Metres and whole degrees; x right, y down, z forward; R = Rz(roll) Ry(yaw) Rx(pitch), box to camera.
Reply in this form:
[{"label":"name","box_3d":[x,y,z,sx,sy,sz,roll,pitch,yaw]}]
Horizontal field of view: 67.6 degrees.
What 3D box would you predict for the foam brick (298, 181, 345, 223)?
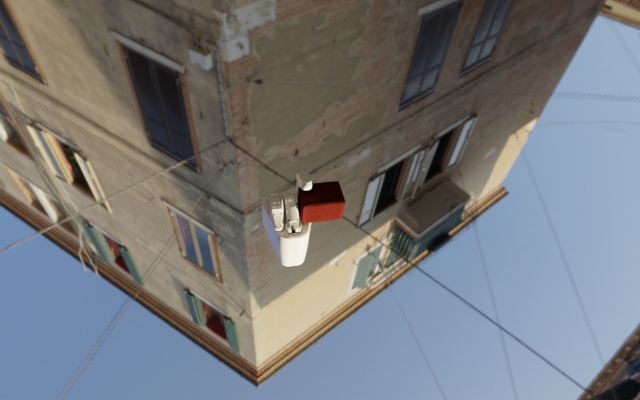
[{"label":"foam brick","box_3d":[0.000,0.003,0.873,0.078,0.053,0.051,-6,-39,-10]}]
